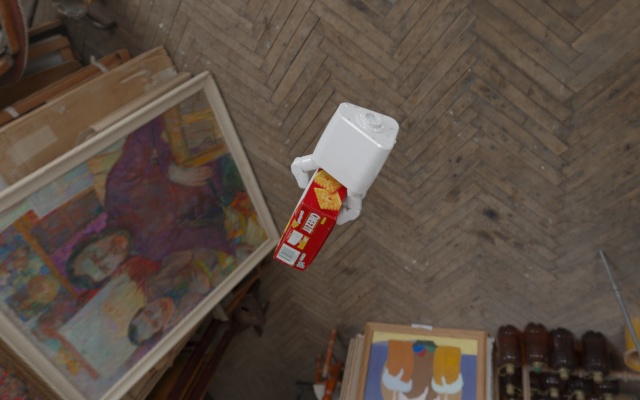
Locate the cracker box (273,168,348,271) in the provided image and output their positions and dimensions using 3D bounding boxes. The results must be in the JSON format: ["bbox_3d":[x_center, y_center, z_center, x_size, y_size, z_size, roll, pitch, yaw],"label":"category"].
[{"bbox_3d":[0.000,0.003,0.891,0.072,0.164,0.213,27,43,-2],"label":"cracker box"}]
